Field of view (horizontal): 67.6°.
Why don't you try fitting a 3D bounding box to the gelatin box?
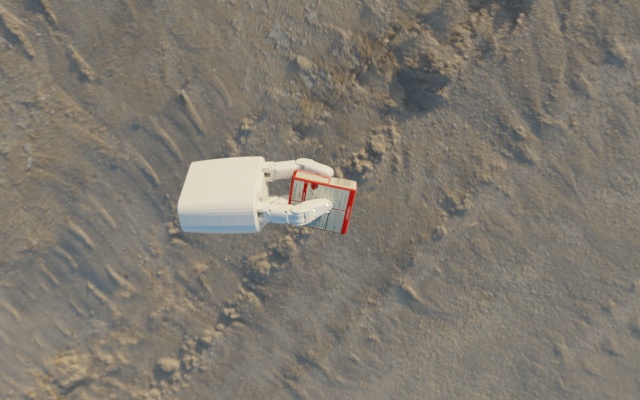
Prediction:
[{"bbox_3d":[0.000,0.002,0.661,0.089,0.073,0.030,12,29,1],"label":"gelatin box"}]
